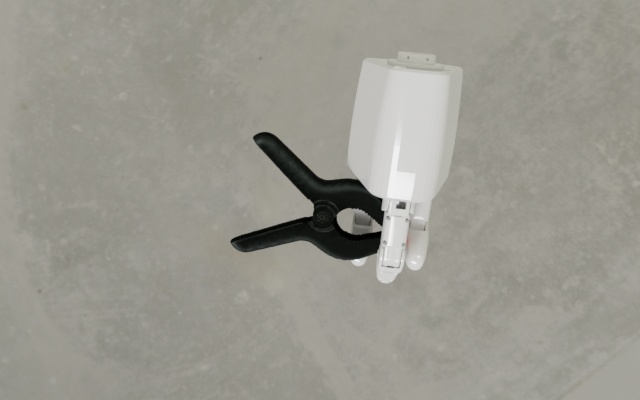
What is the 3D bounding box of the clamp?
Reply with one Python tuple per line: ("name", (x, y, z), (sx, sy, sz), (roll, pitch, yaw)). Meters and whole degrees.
("clamp", (0.000, 0.002, 0.455), (0.171, 0.120, 0.039), (7, 19, 4))
